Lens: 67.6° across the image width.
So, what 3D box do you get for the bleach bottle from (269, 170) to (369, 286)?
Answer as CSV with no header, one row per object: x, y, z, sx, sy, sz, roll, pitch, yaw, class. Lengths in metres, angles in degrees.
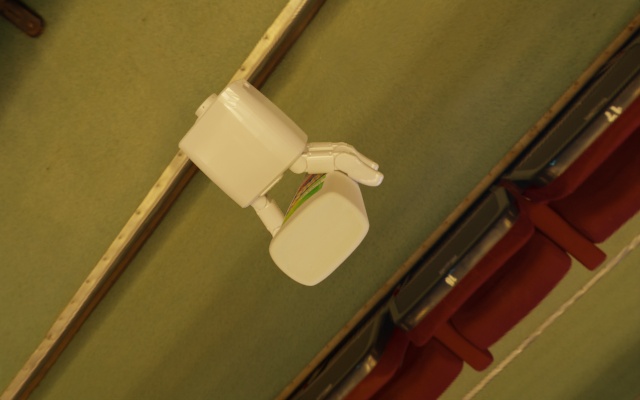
0.000,0.002,0.577,0.068,0.102,0.250,43,12,-11,bleach bottle
